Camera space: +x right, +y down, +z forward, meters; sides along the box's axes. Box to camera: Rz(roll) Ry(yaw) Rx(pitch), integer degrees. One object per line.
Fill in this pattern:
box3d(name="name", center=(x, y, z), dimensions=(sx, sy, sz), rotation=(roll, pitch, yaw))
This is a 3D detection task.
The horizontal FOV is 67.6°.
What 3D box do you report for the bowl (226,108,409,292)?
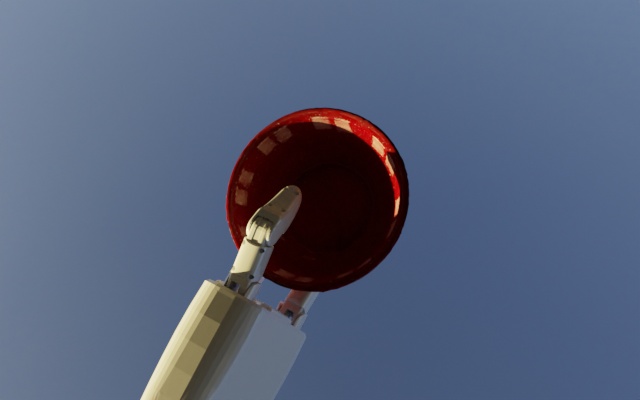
box3d(name="bowl", center=(0.001, 0.000, 0.431), dimensions=(0.162, 0.162, 0.055), rotation=(0, -12, 15))
